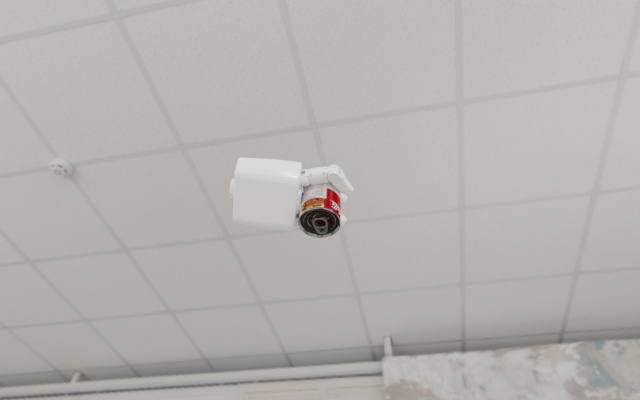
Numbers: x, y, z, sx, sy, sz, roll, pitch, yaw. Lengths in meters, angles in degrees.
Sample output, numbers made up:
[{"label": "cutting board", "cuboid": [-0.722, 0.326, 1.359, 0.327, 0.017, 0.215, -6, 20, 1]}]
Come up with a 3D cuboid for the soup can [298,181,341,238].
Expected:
[{"label": "soup can", "cuboid": [0.001, 0.002, 0.799, 0.068, 0.069, 0.102, 0, 43, 3]}]
